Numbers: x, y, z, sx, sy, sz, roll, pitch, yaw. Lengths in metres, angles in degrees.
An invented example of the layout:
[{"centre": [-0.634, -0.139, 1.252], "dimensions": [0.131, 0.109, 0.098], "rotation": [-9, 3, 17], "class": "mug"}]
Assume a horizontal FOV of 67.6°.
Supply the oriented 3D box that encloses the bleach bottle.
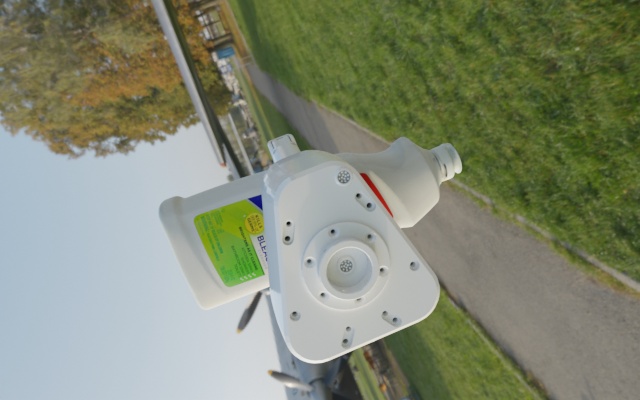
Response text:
[{"centre": [0.000, 0.001, 0.415], "dimensions": [0.251, 0.102, 0.068], "rotation": [-22, 9, -5], "class": "bleach bottle"}]
